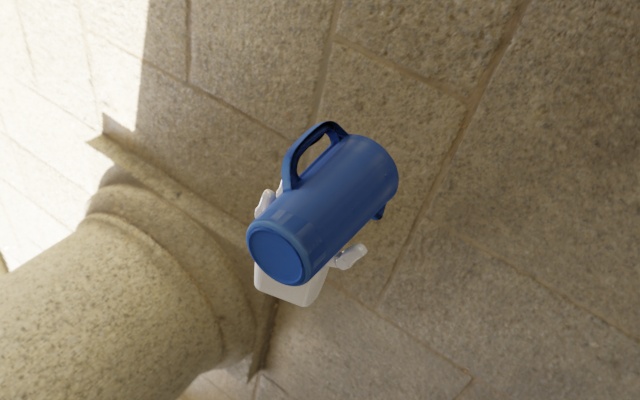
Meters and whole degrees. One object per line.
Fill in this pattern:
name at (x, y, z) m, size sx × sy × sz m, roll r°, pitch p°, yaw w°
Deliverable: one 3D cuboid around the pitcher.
pitcher at (0.000, 0.002, 0.697) m, size 0.149 × 0.145 × 0.242 m, roll 32°, pitch 46°, yaw 15°
